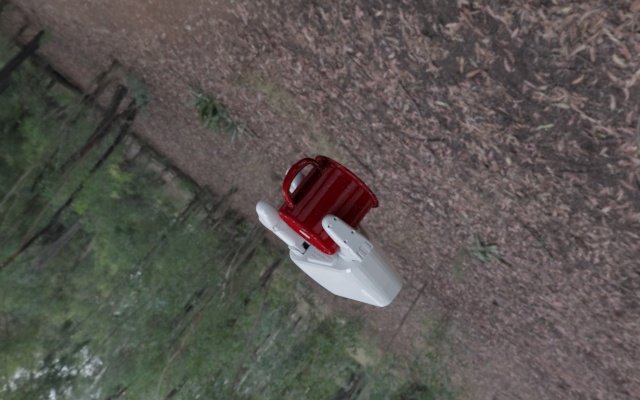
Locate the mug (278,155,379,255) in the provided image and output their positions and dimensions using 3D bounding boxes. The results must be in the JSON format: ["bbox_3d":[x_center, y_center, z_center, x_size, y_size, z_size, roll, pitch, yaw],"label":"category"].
[{"bbox_3d":[-0.001,0.001,0.540,0.093,0.081,0.117,28,-15,47],"label":"mug"}]
